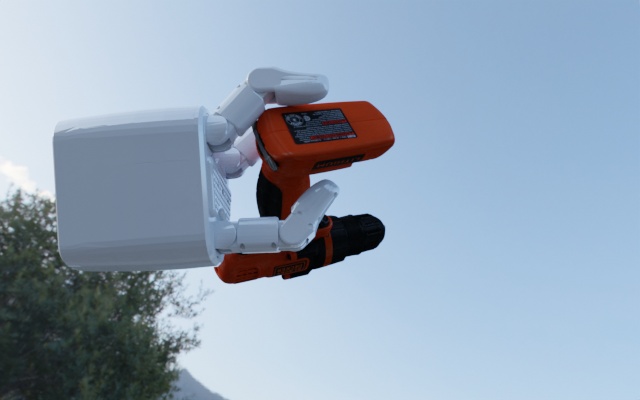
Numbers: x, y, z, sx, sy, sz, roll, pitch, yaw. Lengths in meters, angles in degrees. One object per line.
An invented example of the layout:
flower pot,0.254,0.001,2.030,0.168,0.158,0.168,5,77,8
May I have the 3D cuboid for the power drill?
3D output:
power drill,0.000,0.001,0.429,0.184,0.057,0.188,-11,-38,-26
